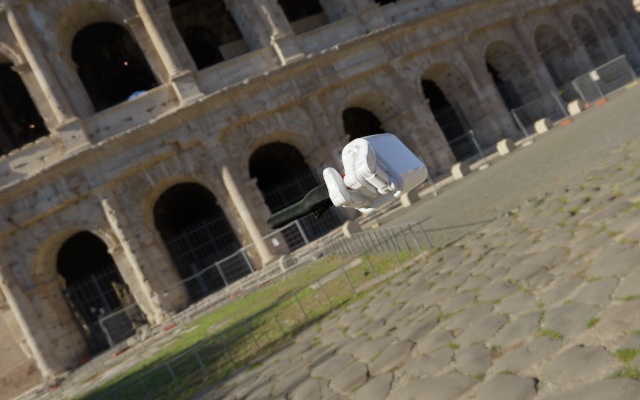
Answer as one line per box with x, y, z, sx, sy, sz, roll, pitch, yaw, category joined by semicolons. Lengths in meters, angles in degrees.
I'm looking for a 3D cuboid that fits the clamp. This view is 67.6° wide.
0.000;0.002;0.806;0.171;0.039;0.120;-28;-6;39;clamp
